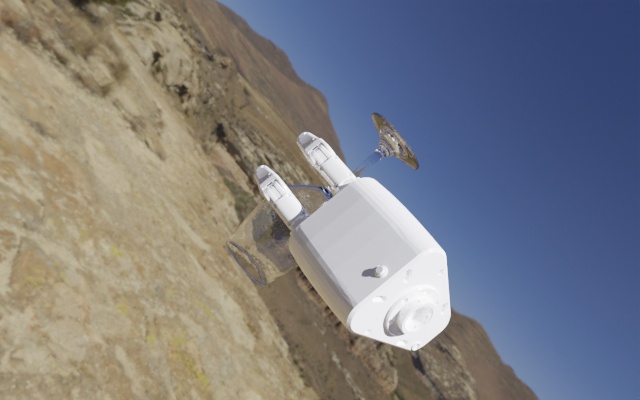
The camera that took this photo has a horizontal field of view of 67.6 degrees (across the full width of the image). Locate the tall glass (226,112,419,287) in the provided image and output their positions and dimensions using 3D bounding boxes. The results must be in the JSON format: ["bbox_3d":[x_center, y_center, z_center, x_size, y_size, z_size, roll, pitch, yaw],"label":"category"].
[{"bbox_3d":[0.001,0.001,0.490,0.201,0.079,0.079,-39,1,-1],"label":"tall glass"}]
